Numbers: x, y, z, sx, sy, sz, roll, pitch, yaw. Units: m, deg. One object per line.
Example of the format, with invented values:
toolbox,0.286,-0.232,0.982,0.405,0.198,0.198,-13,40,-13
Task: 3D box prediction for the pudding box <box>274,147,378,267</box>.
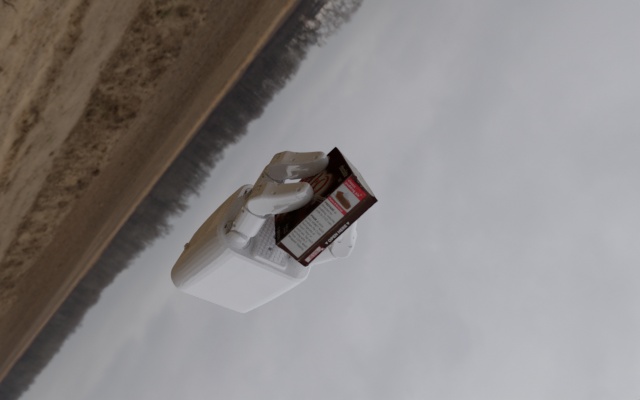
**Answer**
pudding box,0.000,0.002,0.447,0.039,0.090,0.113,43,9,-18
